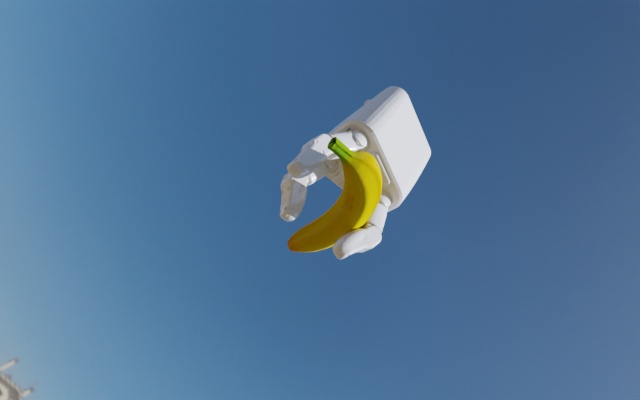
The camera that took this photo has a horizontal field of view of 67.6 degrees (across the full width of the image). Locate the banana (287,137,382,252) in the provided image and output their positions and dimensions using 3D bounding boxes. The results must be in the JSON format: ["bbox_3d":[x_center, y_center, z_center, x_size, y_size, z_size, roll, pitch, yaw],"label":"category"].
[{"bbox_3d":[0.018,0.007,0.496,0.069,0.037,0.198,23,-39,-1],"label":"banana"}]
